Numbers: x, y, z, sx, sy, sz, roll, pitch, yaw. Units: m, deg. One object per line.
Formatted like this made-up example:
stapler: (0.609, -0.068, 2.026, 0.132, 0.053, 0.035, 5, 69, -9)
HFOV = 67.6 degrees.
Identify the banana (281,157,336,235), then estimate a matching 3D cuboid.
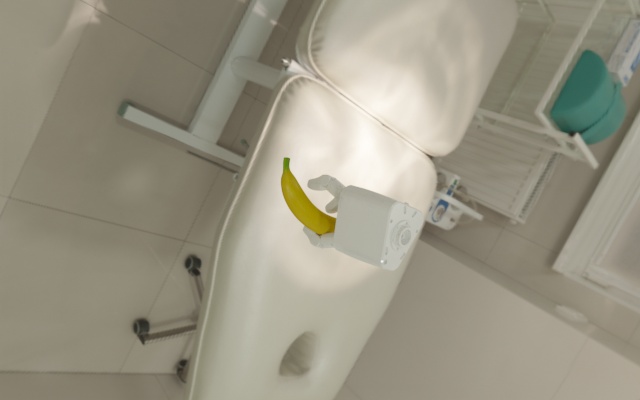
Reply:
banana: (-0.011, 0.015, 0.812, 0.037, 0.069, 0.198, 6, -34, 46)
